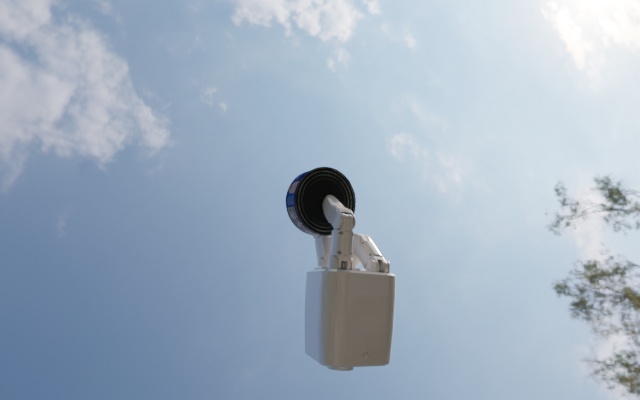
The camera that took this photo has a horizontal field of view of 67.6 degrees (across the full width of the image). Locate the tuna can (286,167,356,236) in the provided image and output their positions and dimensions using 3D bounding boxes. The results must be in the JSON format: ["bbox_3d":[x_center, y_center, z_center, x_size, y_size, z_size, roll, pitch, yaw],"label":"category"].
[{"bbox_3d":[0.000,0.002,0.605,0.086,0.086,0.034,0,-5,-28],"label":"tuna can"}]
